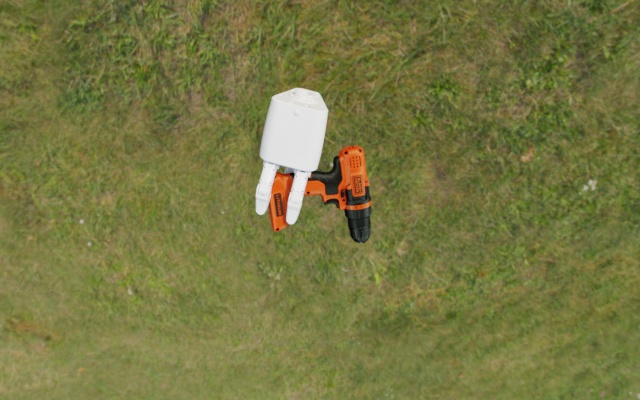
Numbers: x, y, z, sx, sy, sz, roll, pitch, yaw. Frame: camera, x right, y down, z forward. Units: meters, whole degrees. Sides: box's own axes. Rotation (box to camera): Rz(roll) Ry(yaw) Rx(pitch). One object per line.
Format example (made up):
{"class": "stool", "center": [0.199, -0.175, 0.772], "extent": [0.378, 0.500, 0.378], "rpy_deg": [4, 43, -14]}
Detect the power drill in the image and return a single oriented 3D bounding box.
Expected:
{"class": "power drill", "center": [0.000, 0.003, 0.866], "extent": [0.187, 0.184, 0.057], "rpy_deg": [-10, 15, -11]}
